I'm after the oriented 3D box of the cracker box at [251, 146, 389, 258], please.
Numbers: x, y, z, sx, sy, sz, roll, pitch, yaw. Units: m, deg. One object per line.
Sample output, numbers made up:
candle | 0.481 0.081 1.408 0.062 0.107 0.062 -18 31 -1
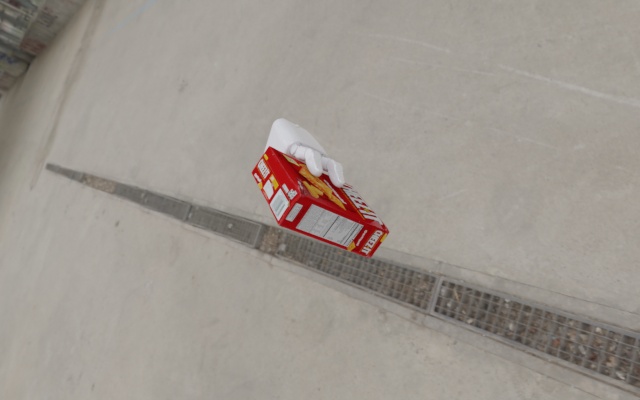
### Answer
cracker box | 0.000 0.003 0.850 0.214 0.072 0.164 23 21 -37
